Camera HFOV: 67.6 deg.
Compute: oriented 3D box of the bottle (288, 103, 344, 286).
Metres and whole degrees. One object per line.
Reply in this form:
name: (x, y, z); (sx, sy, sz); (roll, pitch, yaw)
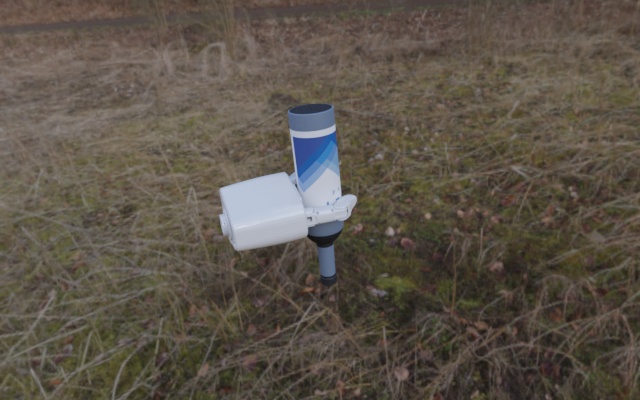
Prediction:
bottle: (0.000, 0.002, 0.744); (0.069, 0.296, 0.069); (-5, 24, 2)
